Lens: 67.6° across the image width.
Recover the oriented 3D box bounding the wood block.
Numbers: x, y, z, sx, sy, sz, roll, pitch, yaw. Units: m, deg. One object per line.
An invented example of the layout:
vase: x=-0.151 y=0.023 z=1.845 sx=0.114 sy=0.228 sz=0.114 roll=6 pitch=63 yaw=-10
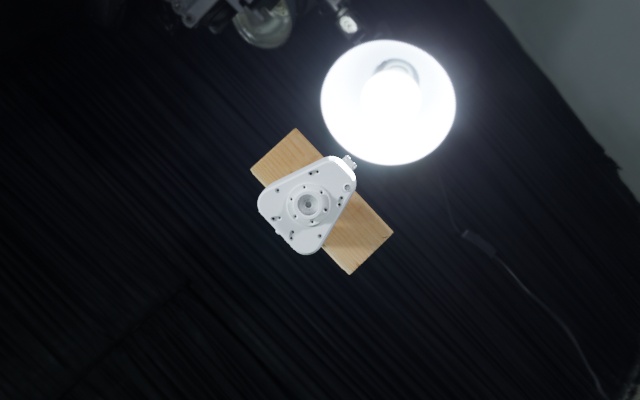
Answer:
wood block: x=0.000 y=0.002 z=0.719 sx=0.091 sy=0.206 sz=0.090 roll=-43 pitch=2 yaw=-5
